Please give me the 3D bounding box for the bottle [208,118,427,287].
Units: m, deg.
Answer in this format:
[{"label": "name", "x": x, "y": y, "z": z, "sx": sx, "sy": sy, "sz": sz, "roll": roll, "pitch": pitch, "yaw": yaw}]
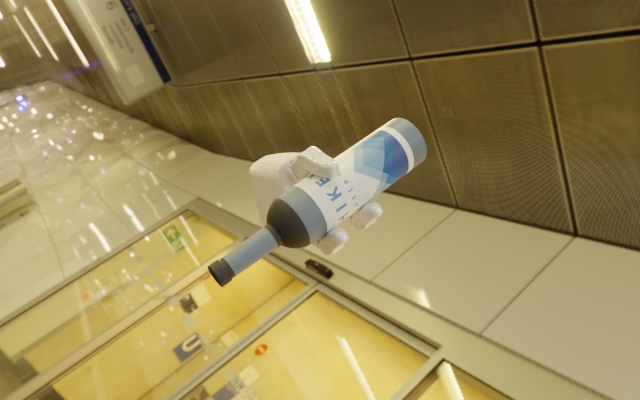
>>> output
[{"label": "bottle", "x": 0.000, "y": 0.002, "z": 0.556, "sx": 0.295, "sy": 0.069, "sz": 0.069, "roll": -35, "pitch": 15, "yaw": -22}]
